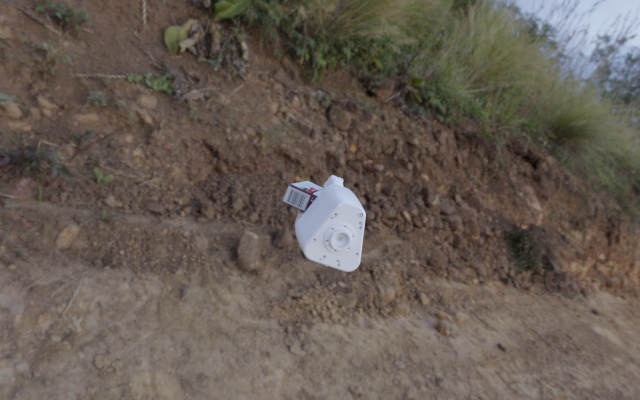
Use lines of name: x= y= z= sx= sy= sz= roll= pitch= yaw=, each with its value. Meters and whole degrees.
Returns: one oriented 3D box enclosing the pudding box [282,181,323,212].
pudding box: x=0.000 y=0.003 z=0.873 sx=0.113 sy=0.039 sz=0.090 roll=26 pitch=13 yaw=14
